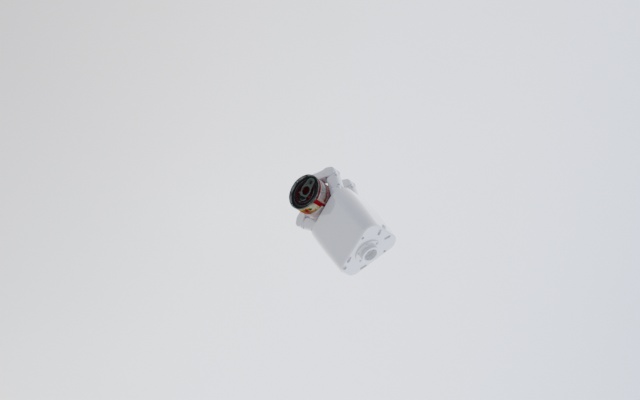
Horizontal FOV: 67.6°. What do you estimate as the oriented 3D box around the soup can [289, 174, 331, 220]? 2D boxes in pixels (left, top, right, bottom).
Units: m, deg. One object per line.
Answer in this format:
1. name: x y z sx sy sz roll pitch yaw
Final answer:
1. soup can: 0.000 0.003 0.881 0.068 0.068 0.102 0 -22 40
